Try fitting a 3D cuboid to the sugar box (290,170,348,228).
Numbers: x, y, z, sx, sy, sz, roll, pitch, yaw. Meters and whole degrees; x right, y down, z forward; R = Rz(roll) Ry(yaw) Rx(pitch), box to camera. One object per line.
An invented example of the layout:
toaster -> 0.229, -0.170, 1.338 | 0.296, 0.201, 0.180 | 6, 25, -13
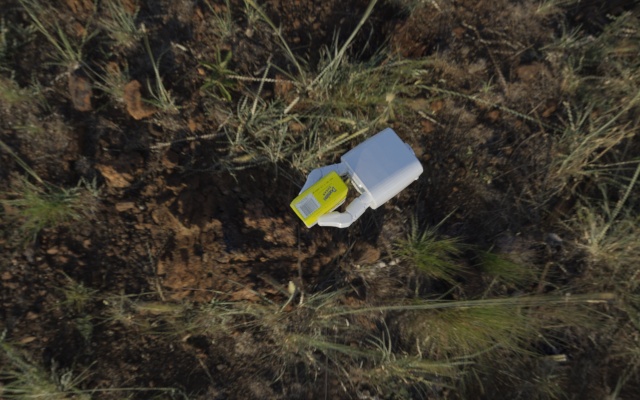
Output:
sugar box -> 0.001, 0.003, 0.854 | 0.093, 0.048, 0.176 | -37, -8, -2
